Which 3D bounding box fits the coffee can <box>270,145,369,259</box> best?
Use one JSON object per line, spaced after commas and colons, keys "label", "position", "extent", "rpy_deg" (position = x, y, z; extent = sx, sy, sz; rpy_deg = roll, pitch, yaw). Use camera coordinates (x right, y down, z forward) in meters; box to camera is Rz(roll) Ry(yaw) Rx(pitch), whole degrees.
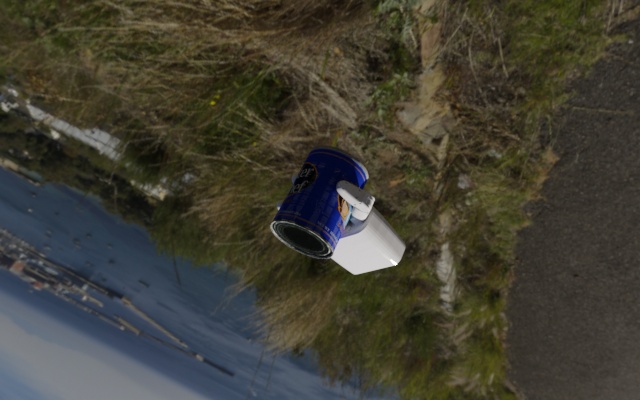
{"label": "coffee can", "position": [0.000, 0.002, 0.726], "extent": [0.103, 0.140, 0.103], "rpy_deg": [22, -26, 11]}
